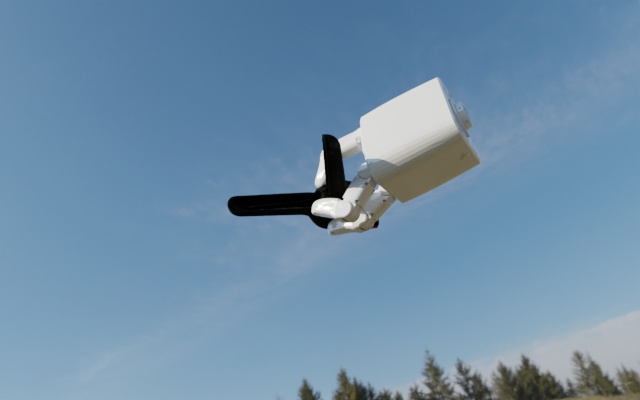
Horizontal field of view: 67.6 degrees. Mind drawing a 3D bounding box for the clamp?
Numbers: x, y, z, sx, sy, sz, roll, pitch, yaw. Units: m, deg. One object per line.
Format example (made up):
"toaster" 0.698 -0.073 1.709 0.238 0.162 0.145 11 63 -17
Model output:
"clamp" 0.000 0.001 0.604 0.164 0.036 0.210 -26 -32 24
